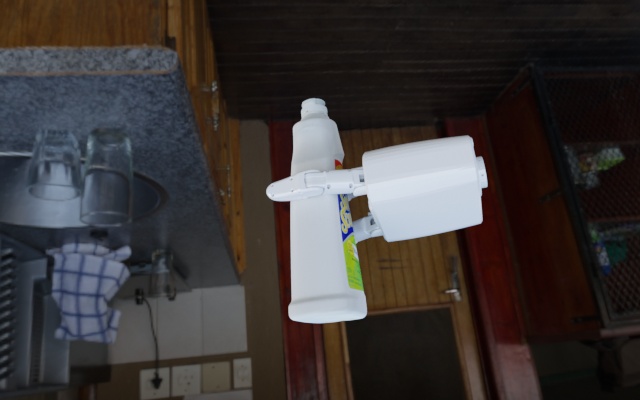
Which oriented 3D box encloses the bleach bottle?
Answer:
[{"bbox_3d":[0.000,0.002,0.521,0.068,0.250,0.102,-11,-19,15],"label":"bleach bottle"}]
